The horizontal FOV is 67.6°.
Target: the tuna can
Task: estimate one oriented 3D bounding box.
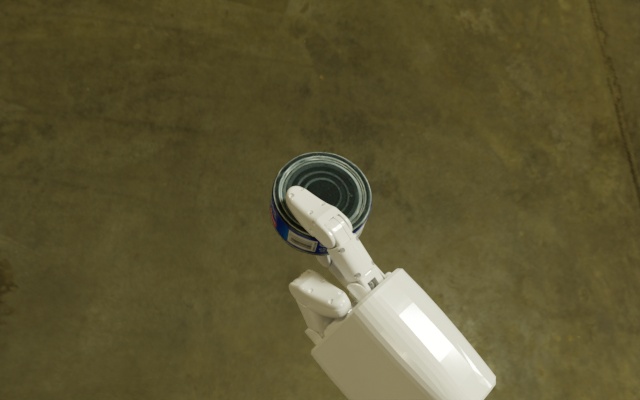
[{"bbox_3d":[0.000,0.001,0.409,0.086,0.086,0.034,0,-29,-8],"label":"tuna can"}]
